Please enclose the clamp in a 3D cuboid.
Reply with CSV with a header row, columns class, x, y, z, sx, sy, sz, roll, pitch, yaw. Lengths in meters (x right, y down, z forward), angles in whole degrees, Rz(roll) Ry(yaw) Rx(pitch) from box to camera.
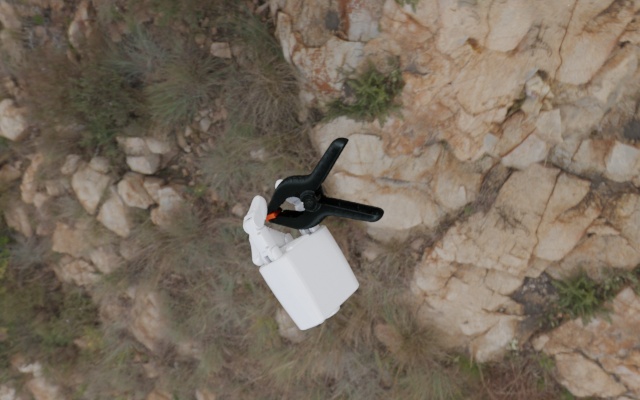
class,x,y,z,sx,sy,sz,roll,pitch,yaw
clamp,0.000,0.002,0.652,0.171,0.120,0.039,-30,3,33
